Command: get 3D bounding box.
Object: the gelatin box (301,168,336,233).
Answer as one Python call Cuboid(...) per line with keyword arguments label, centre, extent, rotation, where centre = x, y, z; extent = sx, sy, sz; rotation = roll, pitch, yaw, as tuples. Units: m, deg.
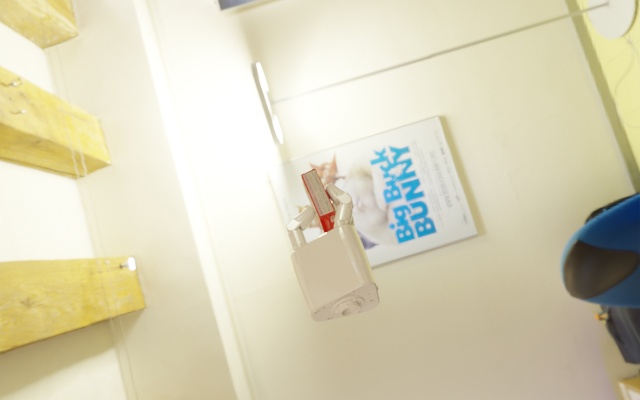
Cuboid(label="gelatin box", centre=(0.000, 0.002, 0.794), extent=(0.030, 0.089, 0.073), rotation=(-23, -25, -4))
